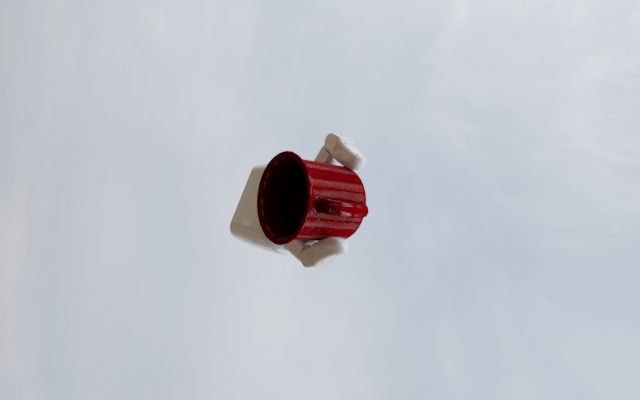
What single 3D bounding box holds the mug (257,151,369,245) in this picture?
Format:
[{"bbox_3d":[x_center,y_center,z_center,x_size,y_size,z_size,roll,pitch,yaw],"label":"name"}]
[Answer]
[{"bbox_3d":[0.001,0.002,0.484,0.081,0.093,0.117,6,1,-39],"label":"mug"}]
